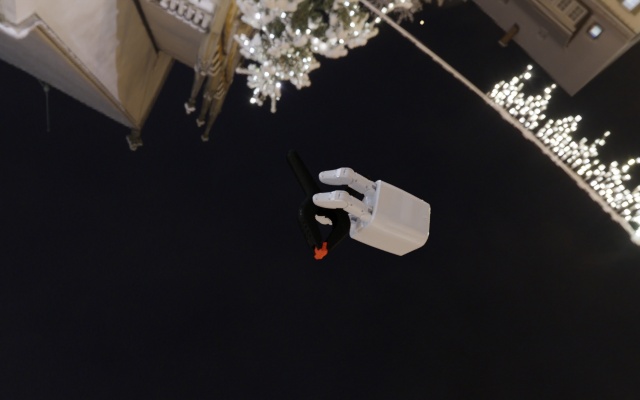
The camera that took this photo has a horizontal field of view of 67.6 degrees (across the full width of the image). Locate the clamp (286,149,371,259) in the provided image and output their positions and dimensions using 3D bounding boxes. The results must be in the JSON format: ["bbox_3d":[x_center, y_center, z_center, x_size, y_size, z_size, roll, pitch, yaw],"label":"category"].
[{"bbox_3d":[0.000,0.004,0.829,0.164,0.209,0.036,22,-41,-8],"label":"clamp"}]
